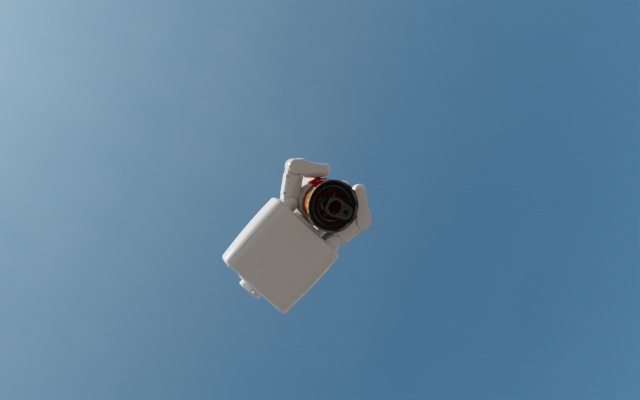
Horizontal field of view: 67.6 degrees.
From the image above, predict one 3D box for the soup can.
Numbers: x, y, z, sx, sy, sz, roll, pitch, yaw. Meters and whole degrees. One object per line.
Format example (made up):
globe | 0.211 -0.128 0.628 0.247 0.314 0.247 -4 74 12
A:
soup can | 0.000 0.002 0.647 0.068 0.068 0.102 0 7 -19
